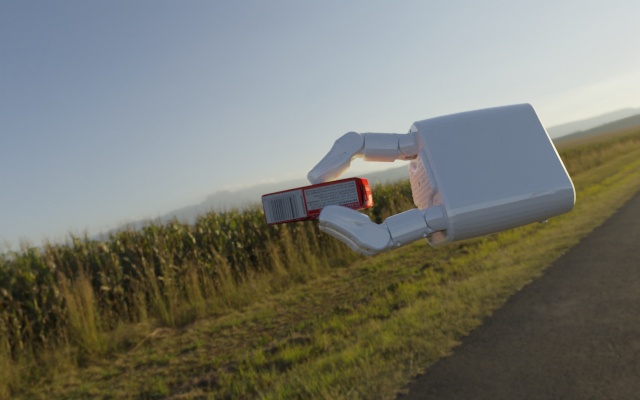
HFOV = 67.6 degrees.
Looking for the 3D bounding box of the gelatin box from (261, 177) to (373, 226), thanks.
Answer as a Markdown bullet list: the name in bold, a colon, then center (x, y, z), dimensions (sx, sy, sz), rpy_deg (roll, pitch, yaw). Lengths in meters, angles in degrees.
- **gelatin box**: center (0.000, 0.001, 0.437), dimensions (0.089, 0.030, 0.073), rpy_deg (-11, -2, 11)
